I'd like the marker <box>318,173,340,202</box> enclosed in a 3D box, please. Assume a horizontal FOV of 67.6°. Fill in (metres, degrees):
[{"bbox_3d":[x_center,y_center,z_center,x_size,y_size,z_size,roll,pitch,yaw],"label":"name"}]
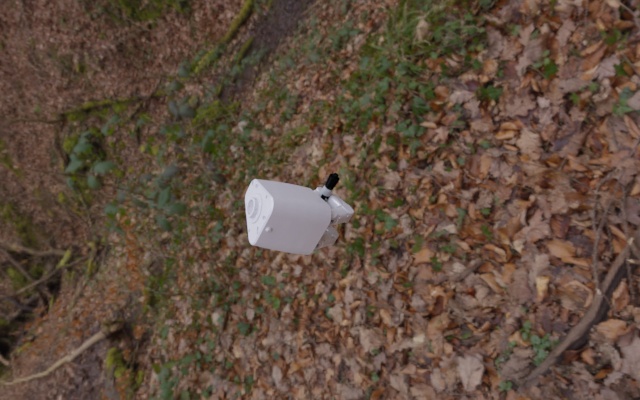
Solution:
[{"bbox_3d":[0.000,0.003,0.827,0.020,0.121,0.020,22,28,-13],"label":"marker"}]
